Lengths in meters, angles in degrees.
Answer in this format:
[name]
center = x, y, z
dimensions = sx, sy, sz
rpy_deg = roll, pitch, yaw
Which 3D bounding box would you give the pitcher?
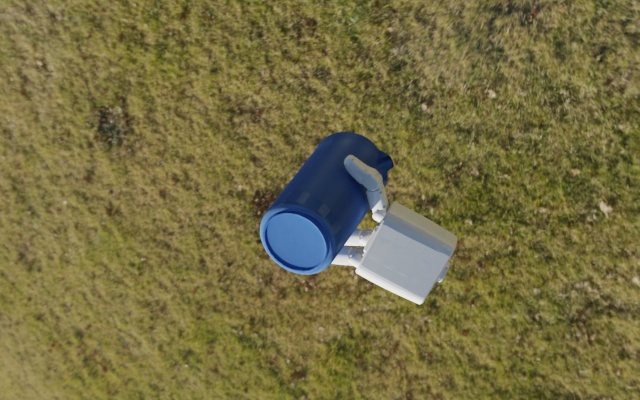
[pitcher]
center = 0.000, 0.002, 0.711
dimensions = 0.145, 0.149, 0.242
rpy_deg = 29, 34, 6
